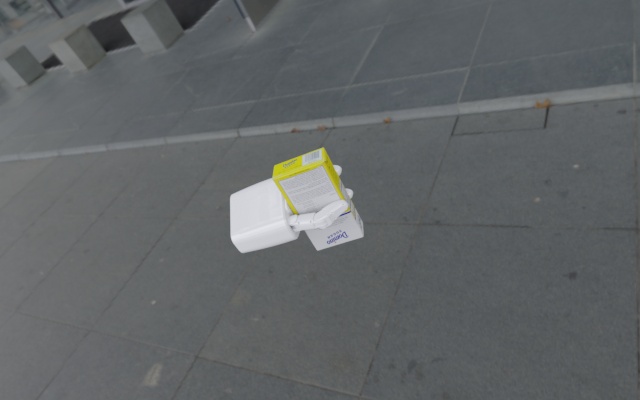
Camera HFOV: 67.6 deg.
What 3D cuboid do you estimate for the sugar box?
[{"bbox_3d":[0.000,0.002,0.811,0.093,0.176,0.048,-18,39,15],"label":"sugar box"}]
